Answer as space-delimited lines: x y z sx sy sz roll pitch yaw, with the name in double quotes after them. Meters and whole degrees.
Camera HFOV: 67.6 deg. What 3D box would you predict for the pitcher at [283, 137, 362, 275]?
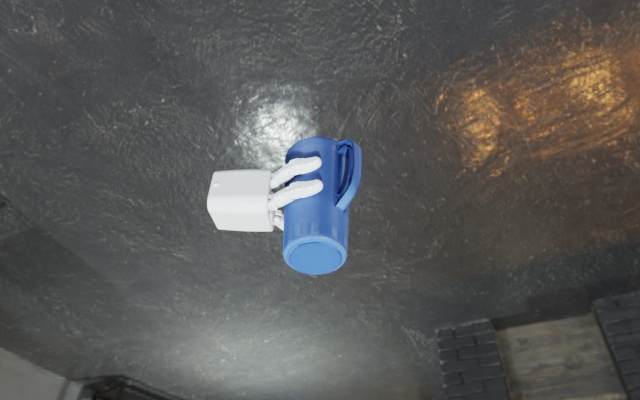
0.000 0.003 0.865 0.145 0.242 0.149 1 -42 0 "pitcher"
